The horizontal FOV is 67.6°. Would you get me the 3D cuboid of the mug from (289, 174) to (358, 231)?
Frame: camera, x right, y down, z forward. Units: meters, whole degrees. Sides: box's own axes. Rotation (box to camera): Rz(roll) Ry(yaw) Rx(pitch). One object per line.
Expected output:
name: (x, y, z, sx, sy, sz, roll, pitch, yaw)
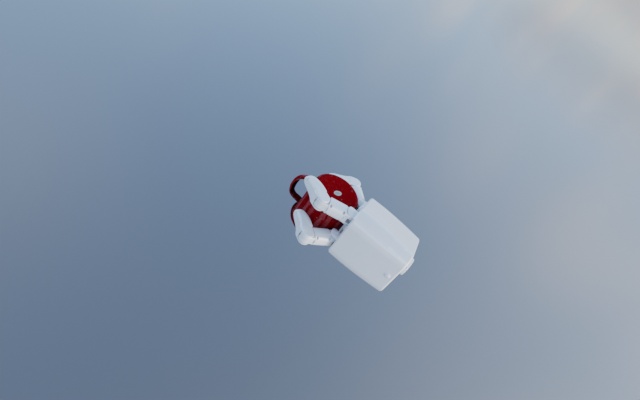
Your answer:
mug: (-0.001, 0.001, 0.787, 0.093, 0.117, 0.081, -41, -10, -50)
